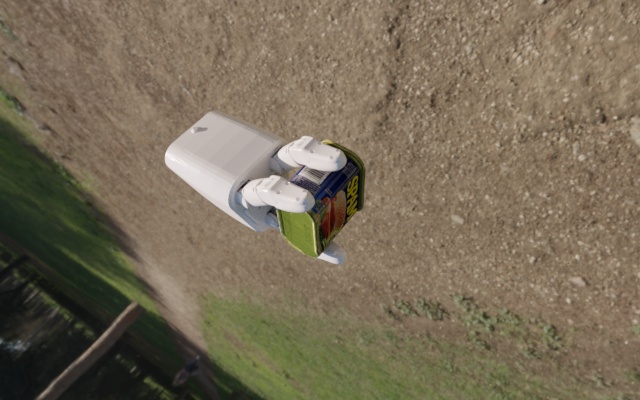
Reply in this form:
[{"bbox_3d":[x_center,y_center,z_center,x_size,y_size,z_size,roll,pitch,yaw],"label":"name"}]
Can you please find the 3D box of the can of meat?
[{"bbox_3d":[0.000,0.002,0.503,0.057,0.084,0.102,30,-29,22],"label":"can of meat"}]
